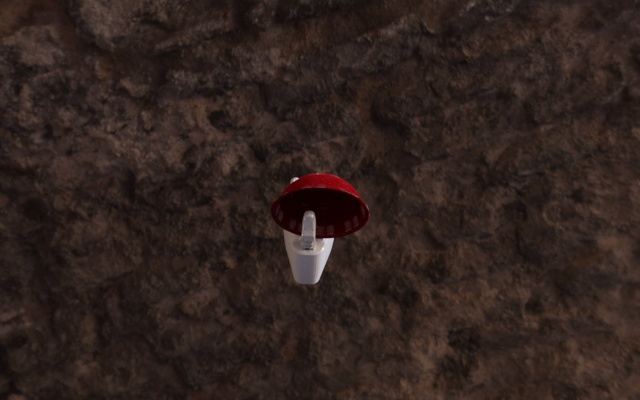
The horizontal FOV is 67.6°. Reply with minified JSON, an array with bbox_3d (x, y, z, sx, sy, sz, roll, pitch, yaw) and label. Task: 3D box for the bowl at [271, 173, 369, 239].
[{"bbox_3d":[0.001,0.002,0.796,0.162,0.055,0.162,2,-33,1],"label":"bowl"}]
